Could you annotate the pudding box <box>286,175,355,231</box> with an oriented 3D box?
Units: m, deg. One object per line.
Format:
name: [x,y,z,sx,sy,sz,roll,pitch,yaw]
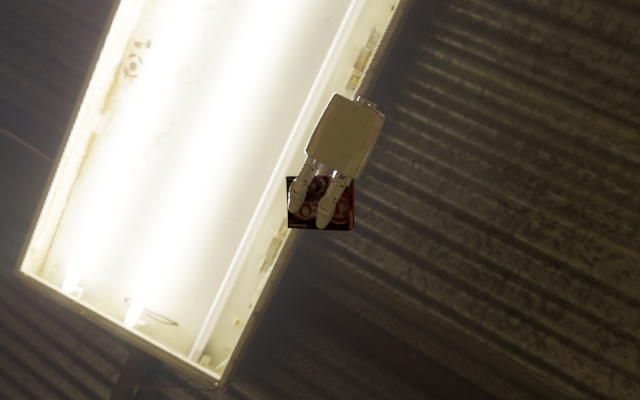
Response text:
pudding box: [0.000,0.003,0.797,0.113,0.090,0.039,1,7,23]
